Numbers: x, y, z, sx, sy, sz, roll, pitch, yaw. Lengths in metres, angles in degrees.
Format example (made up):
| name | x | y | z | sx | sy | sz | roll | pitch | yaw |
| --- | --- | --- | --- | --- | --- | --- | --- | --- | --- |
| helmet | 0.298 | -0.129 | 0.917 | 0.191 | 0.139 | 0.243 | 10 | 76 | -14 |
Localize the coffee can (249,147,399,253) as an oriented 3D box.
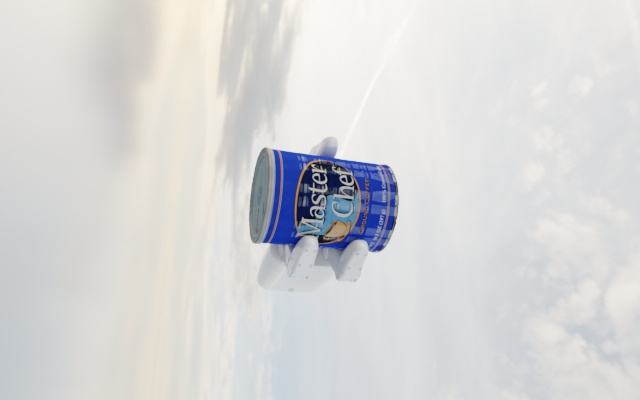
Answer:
| name | x | y | z | sx | sy | sz | roll | pitch | yaw |
| --- | --- | --- | --- | --- | --- | --- | --- | --- | --- |
| coffee can | 0.000 | 0.002 | 0.524 | 0.140 | 0.103 | 0.103 | 6 | -2 | -17 |
